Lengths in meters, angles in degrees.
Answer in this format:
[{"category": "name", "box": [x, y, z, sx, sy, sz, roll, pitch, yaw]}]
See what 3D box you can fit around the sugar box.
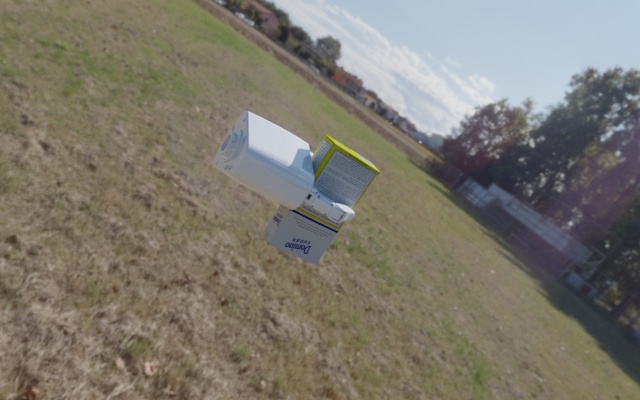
[{"category": "sugar box", "box": [0.000, 0.002, 0.707, 0.093, 0.176, 0.048, 28, 15, -29]}]
